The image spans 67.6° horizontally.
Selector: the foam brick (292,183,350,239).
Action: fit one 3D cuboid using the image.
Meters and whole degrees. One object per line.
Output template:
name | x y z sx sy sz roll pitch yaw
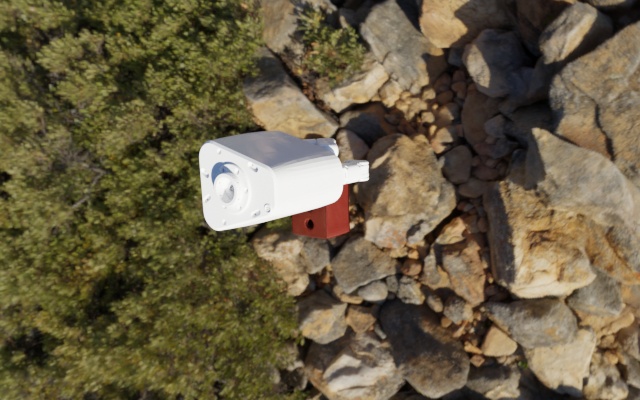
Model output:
foam brick | 0.000 0.002 0.570 0.053 0.078 0.051 6 14 35
